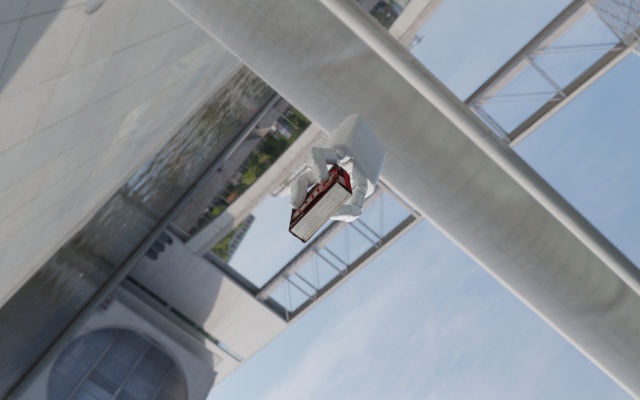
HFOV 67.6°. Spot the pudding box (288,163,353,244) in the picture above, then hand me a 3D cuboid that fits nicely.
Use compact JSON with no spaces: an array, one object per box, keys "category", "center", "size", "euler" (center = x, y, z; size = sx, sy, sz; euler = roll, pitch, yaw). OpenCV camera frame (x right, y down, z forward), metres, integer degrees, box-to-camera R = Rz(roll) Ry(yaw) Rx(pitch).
[{"category":"pudding box","center":[0.000,0.003,0.750],"size":[0.039,0.113,0.090],"euler":[38,17,-12]}]
